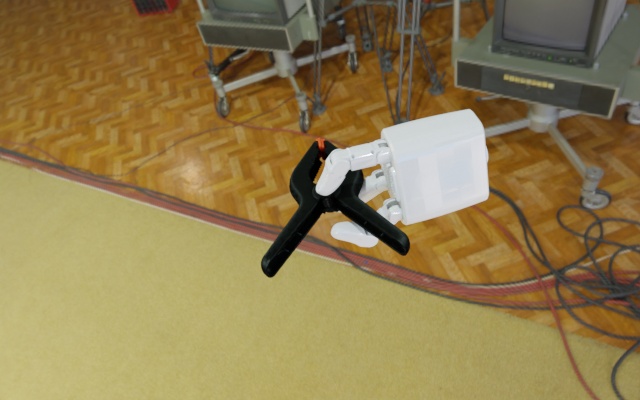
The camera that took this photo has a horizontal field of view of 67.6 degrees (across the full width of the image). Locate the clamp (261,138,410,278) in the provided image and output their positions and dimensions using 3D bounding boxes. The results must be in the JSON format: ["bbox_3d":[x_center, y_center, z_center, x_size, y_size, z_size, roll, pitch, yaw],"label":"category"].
[{"bbox_3d":[0.000,0.001,0.582,0.164,0.209,0.036,-14,-44,-1],"label":"clamp"}]
